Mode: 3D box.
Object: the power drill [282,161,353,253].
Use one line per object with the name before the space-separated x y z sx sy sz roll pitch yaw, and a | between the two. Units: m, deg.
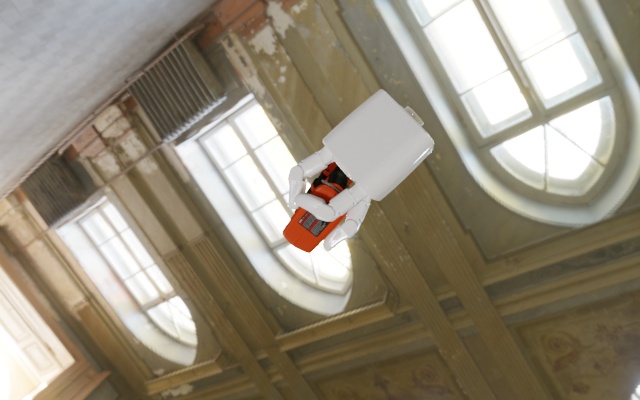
power drill | 0.000 0.002 0.738 0.057 0.184 0.187 35 26 -6
